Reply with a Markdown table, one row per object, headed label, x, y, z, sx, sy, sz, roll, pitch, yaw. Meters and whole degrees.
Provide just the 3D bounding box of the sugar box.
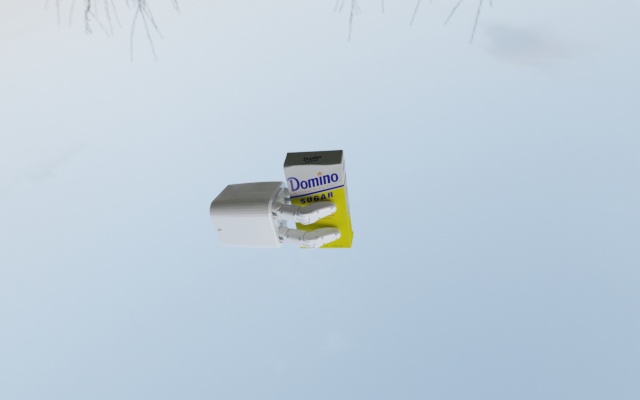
| label | x | y | z | sx | sy | sz | roll | pitch | yaw |
| --- | --- | --- | --- | --- | --- | --- | --- | --- | --- |
| sugar box | 0.000 | 0.003 | 0.783 | 0.093 | 0.176 | 0.048 | -2 | 40 | 10 |
